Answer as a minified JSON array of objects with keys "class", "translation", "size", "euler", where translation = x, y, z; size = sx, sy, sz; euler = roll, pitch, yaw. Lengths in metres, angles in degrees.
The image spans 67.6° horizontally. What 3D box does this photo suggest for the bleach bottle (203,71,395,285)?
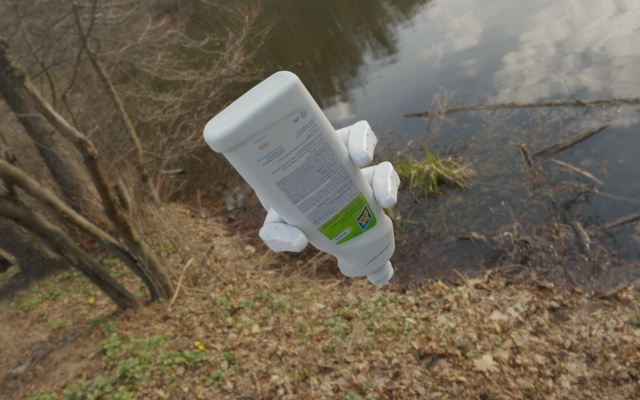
[{"class":"bleach bottle","translation":[0.000,0.001,0.482],"size":[0.102,0.251,0.068],"euler":[-37,30,-2]}]
